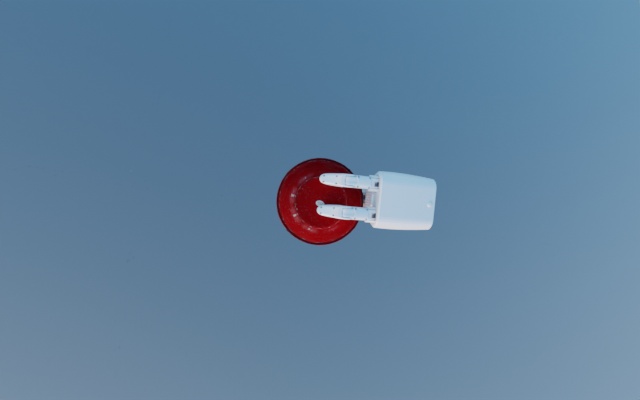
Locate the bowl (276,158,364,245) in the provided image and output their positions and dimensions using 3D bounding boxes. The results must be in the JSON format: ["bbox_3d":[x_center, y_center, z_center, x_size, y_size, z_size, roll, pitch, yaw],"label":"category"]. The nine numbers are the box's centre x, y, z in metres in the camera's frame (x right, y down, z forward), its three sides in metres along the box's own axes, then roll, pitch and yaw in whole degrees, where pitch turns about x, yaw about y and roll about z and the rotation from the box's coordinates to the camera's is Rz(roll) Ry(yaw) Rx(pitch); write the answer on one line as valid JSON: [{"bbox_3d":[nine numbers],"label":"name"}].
[{"bbox_3d":[-0.001,0.003,0.856,0.162,0.162,0.055,0,2,-2],"label":"bowl"}]
